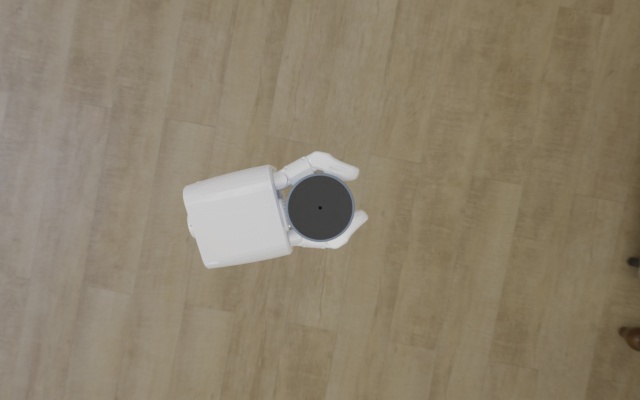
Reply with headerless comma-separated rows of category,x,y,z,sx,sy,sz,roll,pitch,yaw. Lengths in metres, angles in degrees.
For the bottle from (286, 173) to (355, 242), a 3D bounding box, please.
bottle,0.000,0.002,0.601,0.069,0.069,0.295,0,2,0
